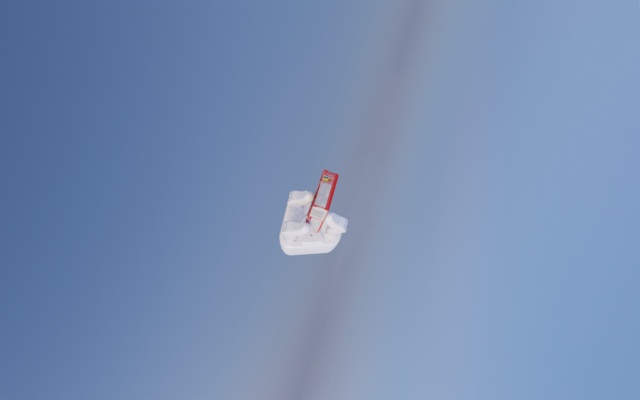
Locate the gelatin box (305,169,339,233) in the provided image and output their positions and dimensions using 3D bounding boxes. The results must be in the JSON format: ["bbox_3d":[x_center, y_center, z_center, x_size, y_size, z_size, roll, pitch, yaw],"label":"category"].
[{"bbox_3d":[0.001,0.003,0.799,0.030,0.073,0.089,19,-30,-3],"label":"gelatin box"}]
